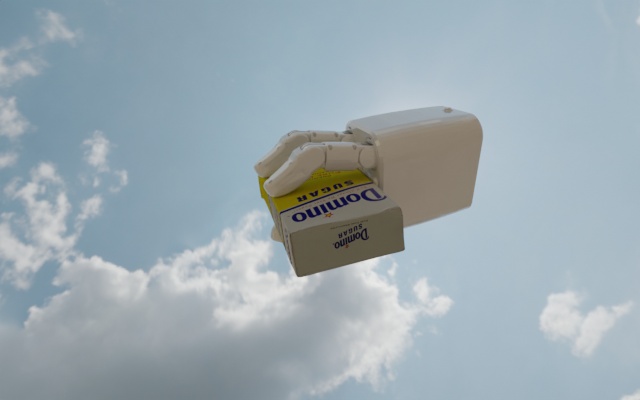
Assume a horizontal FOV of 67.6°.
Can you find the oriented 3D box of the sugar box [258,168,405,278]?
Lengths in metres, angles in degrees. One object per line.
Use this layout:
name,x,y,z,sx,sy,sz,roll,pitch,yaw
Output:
sugar box,0.000,0.001,0.443,0.093,0.048,0.176,-13,21,-12
